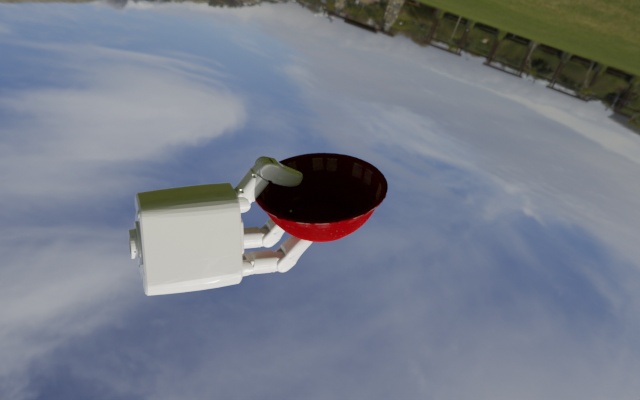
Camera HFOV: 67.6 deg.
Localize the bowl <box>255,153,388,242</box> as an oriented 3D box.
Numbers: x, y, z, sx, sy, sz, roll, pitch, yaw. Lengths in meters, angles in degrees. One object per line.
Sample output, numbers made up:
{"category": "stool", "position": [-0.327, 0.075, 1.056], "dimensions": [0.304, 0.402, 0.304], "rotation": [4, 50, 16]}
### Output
{"category": "bowl", "position": [0.001, 0.002, 0.586], "dimensions": [0.162, 0.055, 0.162], "rotation": [-2, 33, 1]}
